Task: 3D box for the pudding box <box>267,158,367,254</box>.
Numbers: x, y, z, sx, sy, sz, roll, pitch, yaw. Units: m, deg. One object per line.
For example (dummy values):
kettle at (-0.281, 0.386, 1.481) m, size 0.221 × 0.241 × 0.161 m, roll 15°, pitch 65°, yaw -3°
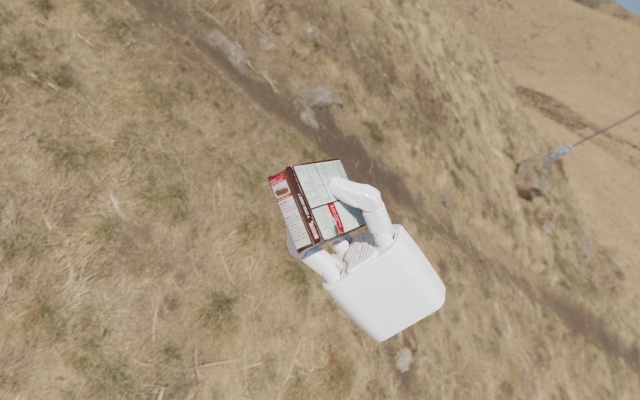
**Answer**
pudding box at (0.000, 0.002, 0.540) m, size 0.039 × 0.090 × 0.113 m, roll -26°, pitch -5°, yaw 29°
